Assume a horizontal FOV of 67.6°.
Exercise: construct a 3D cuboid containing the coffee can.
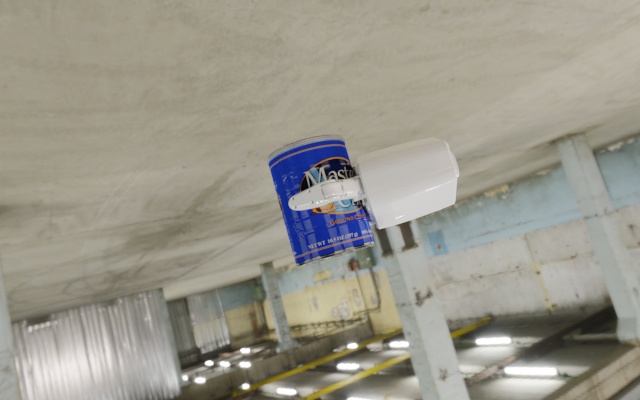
[{"bbox_3d":[0.000,0.002,0.596,0.103,0.140,0.103,-16,-8,-2],"label":"coffee can"}]
